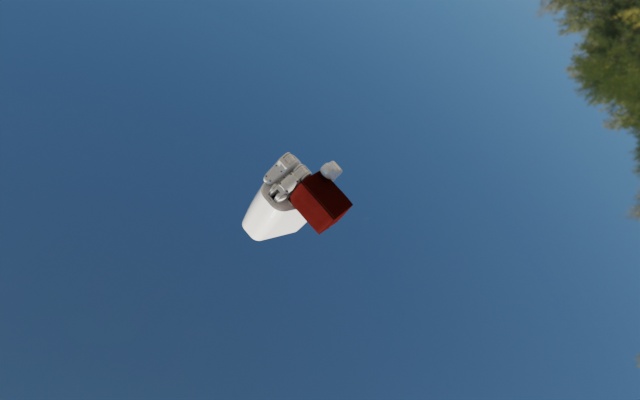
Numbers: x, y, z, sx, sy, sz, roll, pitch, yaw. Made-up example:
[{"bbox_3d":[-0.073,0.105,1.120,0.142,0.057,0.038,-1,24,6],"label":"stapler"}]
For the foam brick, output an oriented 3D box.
[{"bbox_3d":[0.000,0.003,0.741,0.053,0.078,0.051,-33,-13,-44],"label":"foam brick"}]
